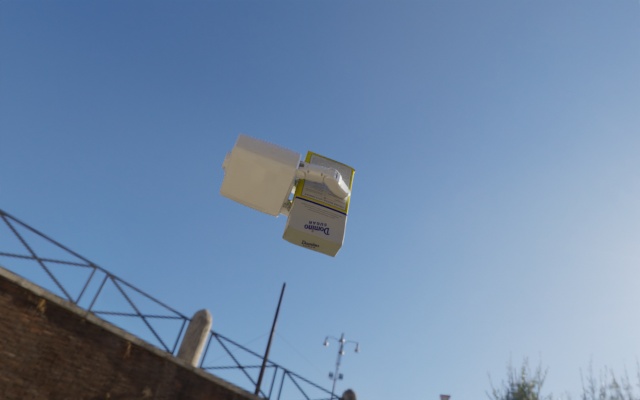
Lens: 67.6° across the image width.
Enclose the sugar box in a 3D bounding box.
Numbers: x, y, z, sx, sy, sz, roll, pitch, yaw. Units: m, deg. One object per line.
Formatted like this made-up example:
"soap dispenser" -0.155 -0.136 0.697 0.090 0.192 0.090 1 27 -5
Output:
"sugar box" 0.000 0.003 0.801 0.093 0.176 0.048 20 -40 -8
